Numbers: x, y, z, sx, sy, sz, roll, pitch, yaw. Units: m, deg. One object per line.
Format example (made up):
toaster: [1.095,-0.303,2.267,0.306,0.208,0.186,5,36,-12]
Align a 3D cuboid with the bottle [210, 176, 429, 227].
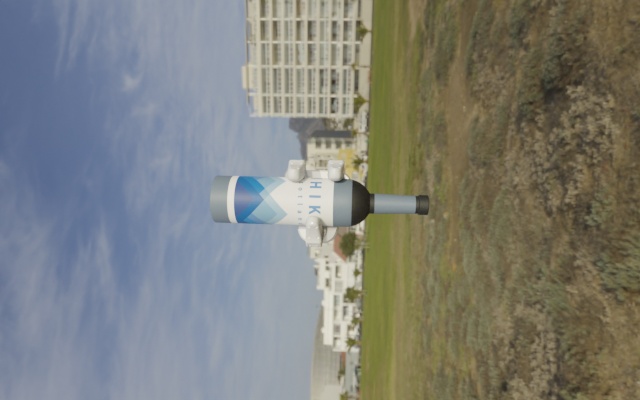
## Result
bottle: [0.000,0.002,0.663,0.296,0.069,0.069,2,0,4]
